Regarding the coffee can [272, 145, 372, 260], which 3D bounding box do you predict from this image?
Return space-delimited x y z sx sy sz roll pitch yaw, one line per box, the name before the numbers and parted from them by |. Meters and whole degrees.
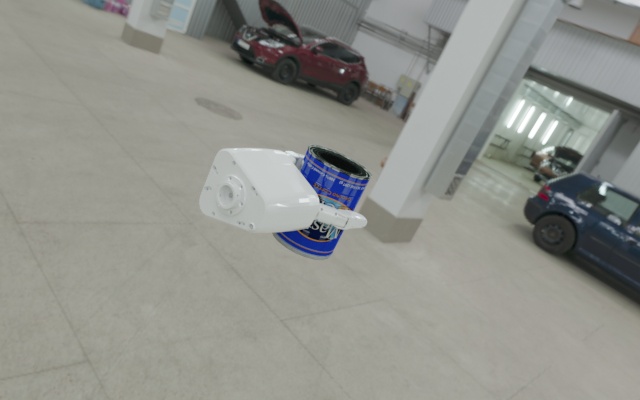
coffee can | 0.000 0.002 0.713 0.103 0.140 0.102 23 18 -8
